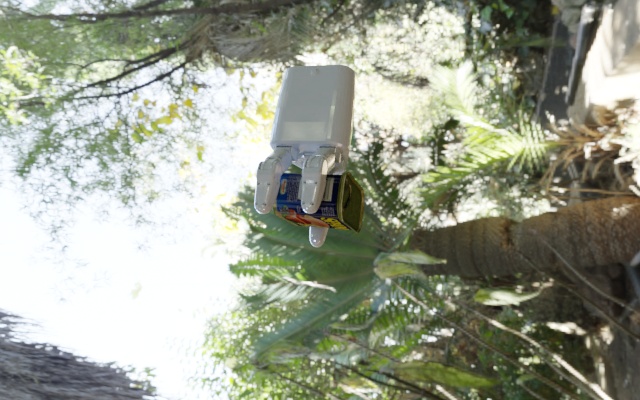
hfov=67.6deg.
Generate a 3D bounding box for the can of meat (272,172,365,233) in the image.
[{"bbox_3d":[0.000,0.002,0.569,0.084,0.057,0.102,3,-12,18],"label":"can of meat"}]
